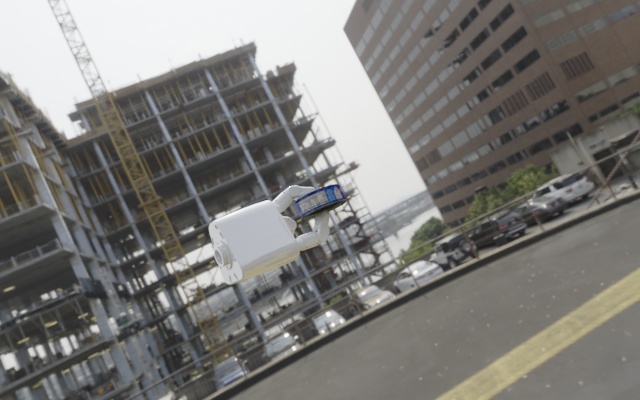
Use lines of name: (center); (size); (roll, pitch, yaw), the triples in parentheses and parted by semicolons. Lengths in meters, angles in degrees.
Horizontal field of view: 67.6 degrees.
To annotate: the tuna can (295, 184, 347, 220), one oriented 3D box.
tuna can: (0.000, 0.002, 0.834); (0.086, 0.033, 0.086); (-22, -8, -3)
